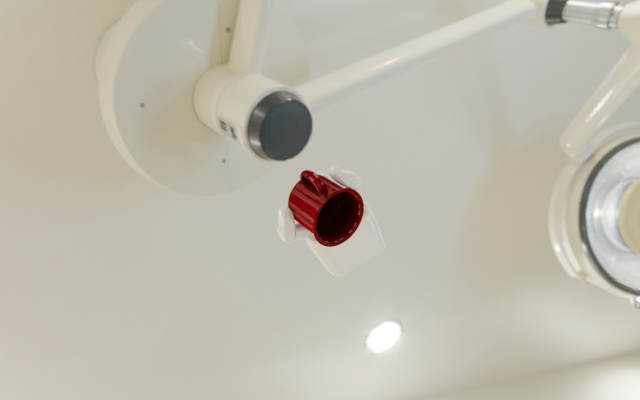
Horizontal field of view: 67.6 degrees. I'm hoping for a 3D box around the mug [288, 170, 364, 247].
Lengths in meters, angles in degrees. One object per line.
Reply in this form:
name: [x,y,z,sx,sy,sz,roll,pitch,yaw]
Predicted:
mug: [-0.001,0.001,0.709,0.093,0.117,0.081,-40,42,-15]
